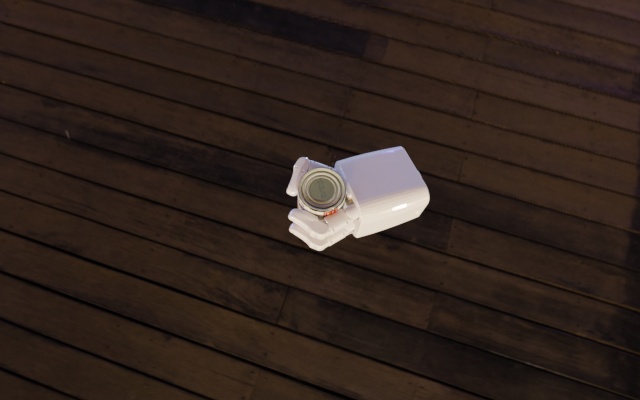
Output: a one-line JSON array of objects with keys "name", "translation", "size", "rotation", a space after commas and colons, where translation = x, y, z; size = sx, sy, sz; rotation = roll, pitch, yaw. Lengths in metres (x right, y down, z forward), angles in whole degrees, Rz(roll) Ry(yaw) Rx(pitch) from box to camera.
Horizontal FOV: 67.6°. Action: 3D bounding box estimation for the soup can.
[{"name": "soup can", "translation": [0.000, 0.002, 0.697], "size": [0.068, 0.068, 0.102], "rotation": [0, -21, -3]}]
